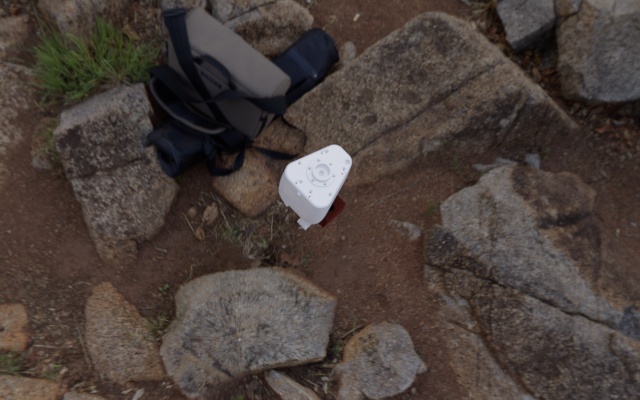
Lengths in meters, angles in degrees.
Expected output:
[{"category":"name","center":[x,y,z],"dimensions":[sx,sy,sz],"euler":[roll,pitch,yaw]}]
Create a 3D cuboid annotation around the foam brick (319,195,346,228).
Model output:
[{"category":"foam brick","center":[0.000,0.003,0.889],"dimensions":[0.053,0.078,0.051],"euler":[-43,-5,-15]}]
